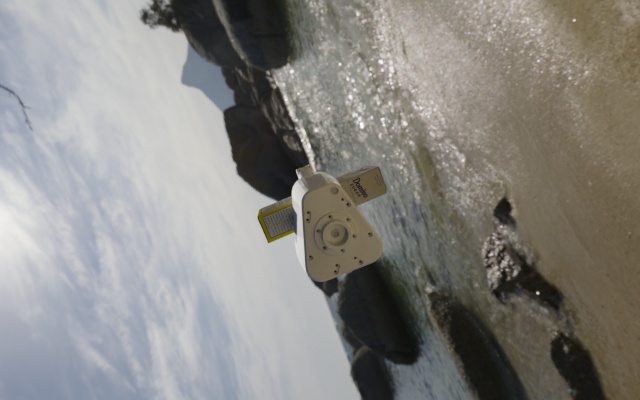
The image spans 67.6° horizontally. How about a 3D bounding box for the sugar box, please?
[{"bbox_3d":[0.000,0.003,0.676,0.176,0.048,0.093,-20,7,-3],"label":"sugar box"}]
